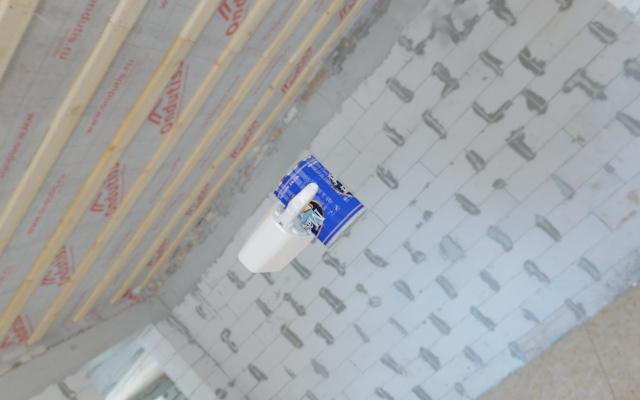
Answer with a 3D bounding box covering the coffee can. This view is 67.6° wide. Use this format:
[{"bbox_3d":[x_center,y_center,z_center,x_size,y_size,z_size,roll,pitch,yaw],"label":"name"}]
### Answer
[{"bbox_3d":[0.000,0.003,0.861,0.140,0.103,0.103,45,7,8],"label":"coffee can"}]
